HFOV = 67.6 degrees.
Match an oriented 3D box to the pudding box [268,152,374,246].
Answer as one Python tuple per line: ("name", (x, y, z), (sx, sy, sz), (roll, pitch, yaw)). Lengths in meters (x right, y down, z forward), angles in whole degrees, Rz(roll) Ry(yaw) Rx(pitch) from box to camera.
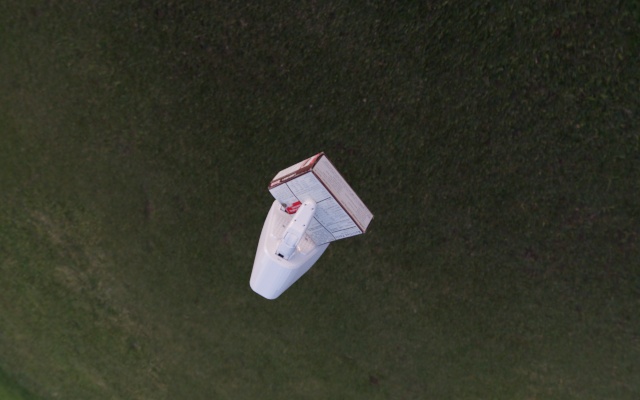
("pudding box", (0.000, 0.002, 0.613), (0.090, 0.113, 0.039), (-20, 29, 43))
